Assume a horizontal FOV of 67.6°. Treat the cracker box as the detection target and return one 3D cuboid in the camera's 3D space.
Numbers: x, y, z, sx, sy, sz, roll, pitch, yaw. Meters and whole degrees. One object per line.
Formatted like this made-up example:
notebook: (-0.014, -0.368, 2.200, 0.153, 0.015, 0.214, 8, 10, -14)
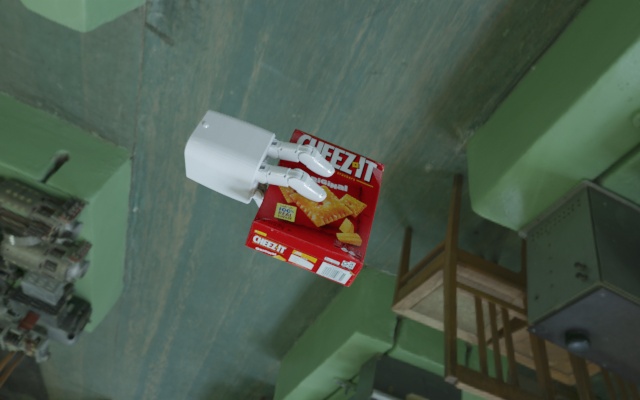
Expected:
cracker box: (0.000, 0.003, 0.730, 0.164, 0.213, 0.072, 22, -42, -4)
